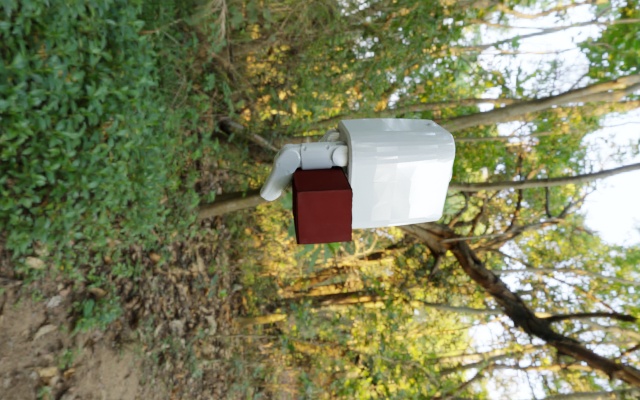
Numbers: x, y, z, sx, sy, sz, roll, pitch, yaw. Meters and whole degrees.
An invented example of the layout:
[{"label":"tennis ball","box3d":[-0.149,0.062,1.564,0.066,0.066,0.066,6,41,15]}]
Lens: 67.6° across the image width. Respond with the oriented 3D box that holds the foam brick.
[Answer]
[{"label":"foam brick","box3d":[0.000,0.002,0.456,0.051,0.053,0.078,-1,22,-6]}]
